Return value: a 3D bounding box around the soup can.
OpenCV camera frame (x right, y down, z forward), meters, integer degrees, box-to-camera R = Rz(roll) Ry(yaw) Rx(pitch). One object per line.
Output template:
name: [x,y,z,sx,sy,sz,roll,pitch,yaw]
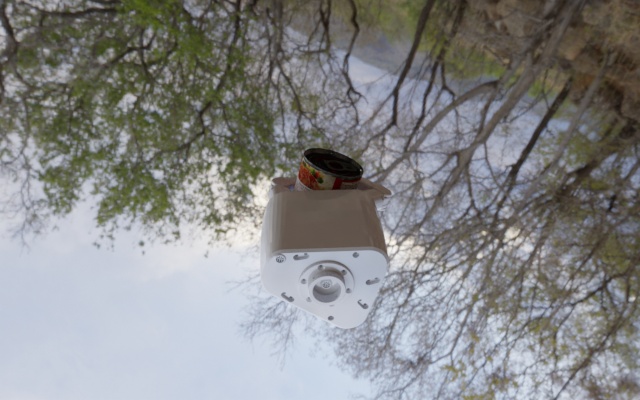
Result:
soup can: [0.000,0.002,0.535,0.068,0.102,0.068,15,26,-7]
